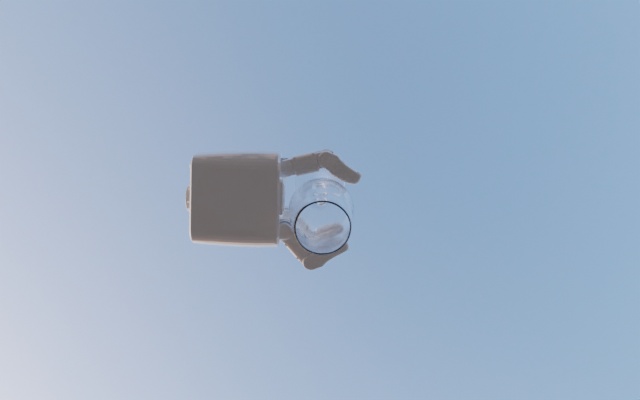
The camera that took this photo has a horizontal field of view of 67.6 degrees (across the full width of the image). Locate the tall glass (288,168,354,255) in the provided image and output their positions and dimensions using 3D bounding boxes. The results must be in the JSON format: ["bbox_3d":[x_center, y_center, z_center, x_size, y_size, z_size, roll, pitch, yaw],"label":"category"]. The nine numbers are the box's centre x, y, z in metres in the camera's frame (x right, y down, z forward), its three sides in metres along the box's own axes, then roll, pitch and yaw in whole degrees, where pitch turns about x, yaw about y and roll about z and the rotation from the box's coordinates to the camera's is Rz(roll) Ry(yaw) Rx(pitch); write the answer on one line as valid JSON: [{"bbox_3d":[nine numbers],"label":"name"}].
[{"bbox_3d":[0.000,0.002,0.602,0.079,0.079,0.201,0,16,-2],"label":"tall glass"}]
